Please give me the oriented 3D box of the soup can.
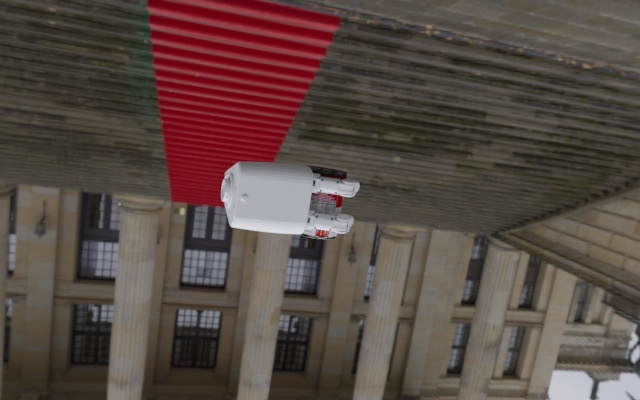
[{"bbox_3d":[0.000,0.003,0.734,0.068,0.102,0.068,9,9,-1],"label":"soup can"}]
